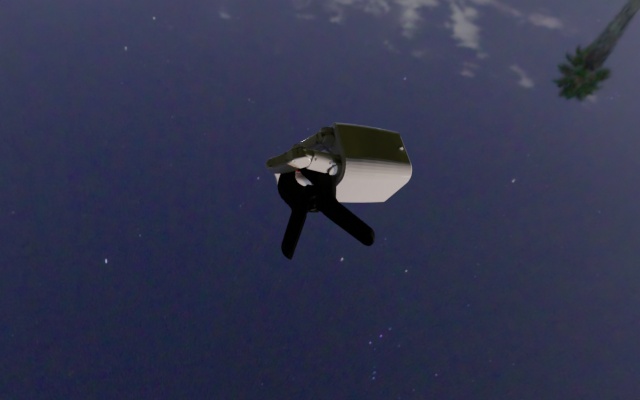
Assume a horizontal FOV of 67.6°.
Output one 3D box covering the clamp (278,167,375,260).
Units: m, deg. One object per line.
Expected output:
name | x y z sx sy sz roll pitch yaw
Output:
clamp | 0.000 0.002 0.627 0.120 0.171 0.039 3 -40 -19
